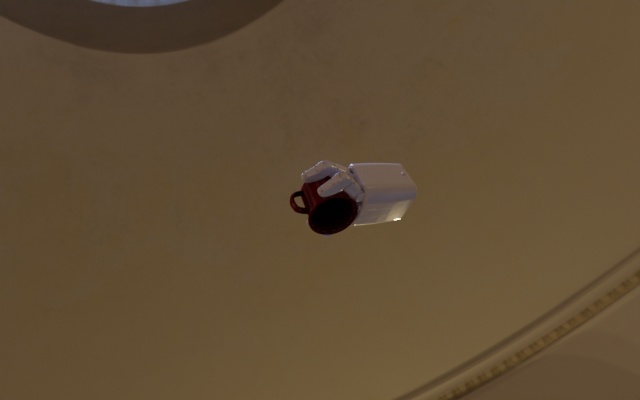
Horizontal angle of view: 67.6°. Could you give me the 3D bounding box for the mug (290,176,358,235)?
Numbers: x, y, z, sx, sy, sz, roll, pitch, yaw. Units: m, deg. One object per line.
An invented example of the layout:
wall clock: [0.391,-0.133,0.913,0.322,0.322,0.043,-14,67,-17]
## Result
mug: [-0.001,0.003,0.874,0.117,0.093,0.081,-3,40,-20]
